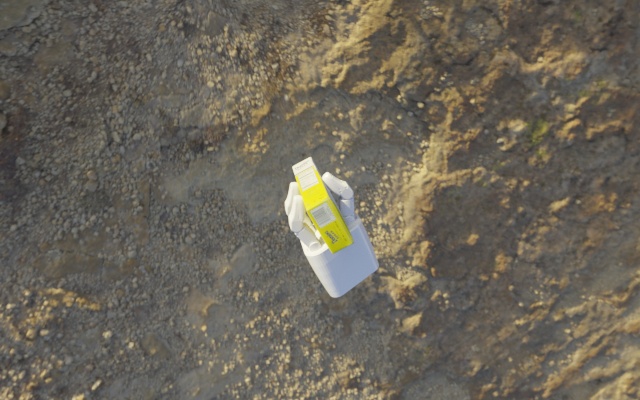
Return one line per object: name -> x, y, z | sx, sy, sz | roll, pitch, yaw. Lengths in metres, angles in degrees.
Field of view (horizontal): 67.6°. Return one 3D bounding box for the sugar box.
sugar box -> 0.000, 0.003, 0.794 | 0.048, 0.093, 0.176 | -29, 27, 1
